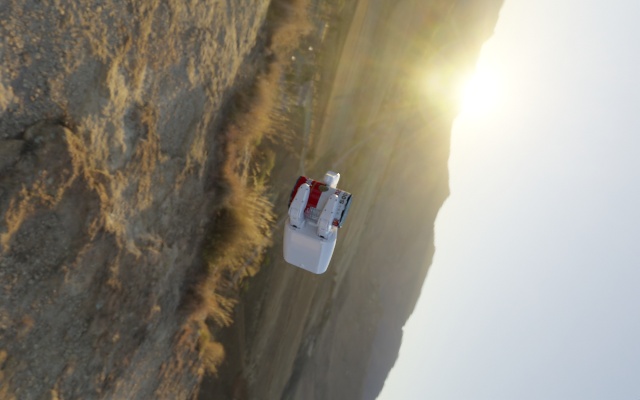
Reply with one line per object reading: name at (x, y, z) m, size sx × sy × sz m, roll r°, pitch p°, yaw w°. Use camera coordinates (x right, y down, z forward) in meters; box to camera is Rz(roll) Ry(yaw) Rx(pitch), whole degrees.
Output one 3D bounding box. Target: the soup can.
soup can at (0.001, 0.003, 0.871) m, size 0.102 × 0.068 × 0.068 m, roll 21°, pitch 3°, yaw 9°
